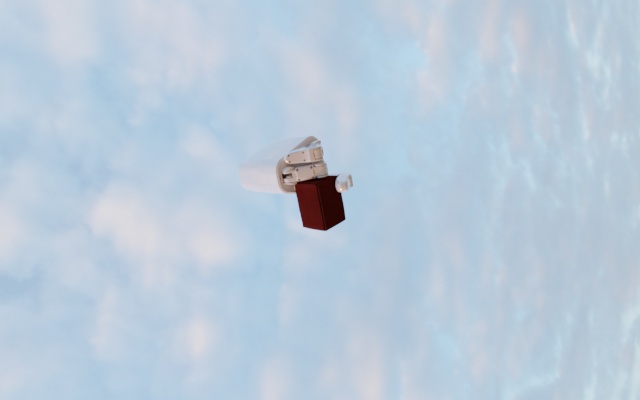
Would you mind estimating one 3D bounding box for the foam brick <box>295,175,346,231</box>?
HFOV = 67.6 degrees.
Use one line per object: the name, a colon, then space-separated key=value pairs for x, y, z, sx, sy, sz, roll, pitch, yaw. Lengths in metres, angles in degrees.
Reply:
foam brick: x=0.000 y=0.003 z=0.766 sx=0.051 sy=0.078 sz=0.053 roll=3 pitch=19 yaw=43
